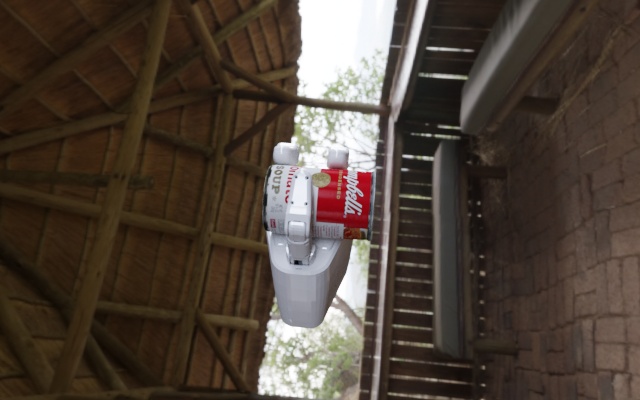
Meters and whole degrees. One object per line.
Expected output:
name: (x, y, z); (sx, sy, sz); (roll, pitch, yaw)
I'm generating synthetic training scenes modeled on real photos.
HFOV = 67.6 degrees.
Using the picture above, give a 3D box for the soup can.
soup can: (0.000, 0.001, 0.465); (0.102, 0.068, 0.068); (5, 0, 4)
